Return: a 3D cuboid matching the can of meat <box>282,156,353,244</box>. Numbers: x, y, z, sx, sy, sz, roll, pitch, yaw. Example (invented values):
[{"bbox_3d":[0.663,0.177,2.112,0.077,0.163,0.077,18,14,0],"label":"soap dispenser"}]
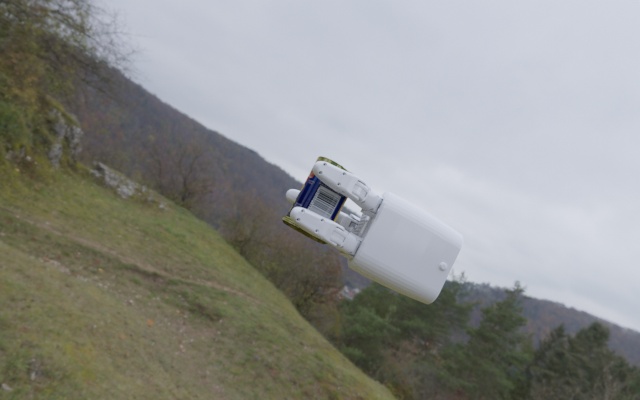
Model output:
[{"bbox_3d":[0.000,0.002,0.565,0.057,0.084,0.102,28,-6,0],"label":"can of meat"}]
